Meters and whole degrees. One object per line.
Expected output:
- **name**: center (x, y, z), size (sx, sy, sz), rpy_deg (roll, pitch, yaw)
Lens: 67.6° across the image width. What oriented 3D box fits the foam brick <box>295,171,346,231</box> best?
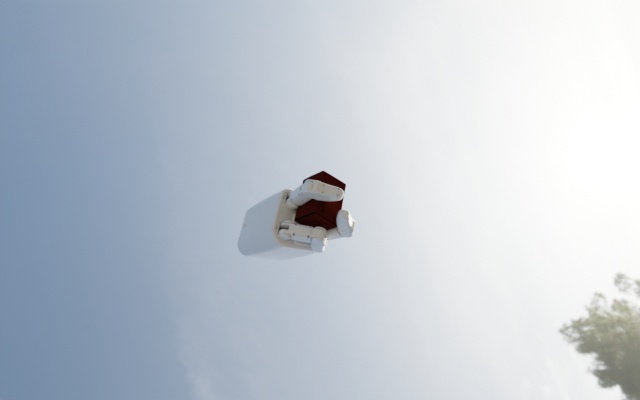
- **foam brick**: center (0.000, 0.002, 0.751), size (0.053, 0.078, 0.051), rpy_deg (32, -35, -31)
